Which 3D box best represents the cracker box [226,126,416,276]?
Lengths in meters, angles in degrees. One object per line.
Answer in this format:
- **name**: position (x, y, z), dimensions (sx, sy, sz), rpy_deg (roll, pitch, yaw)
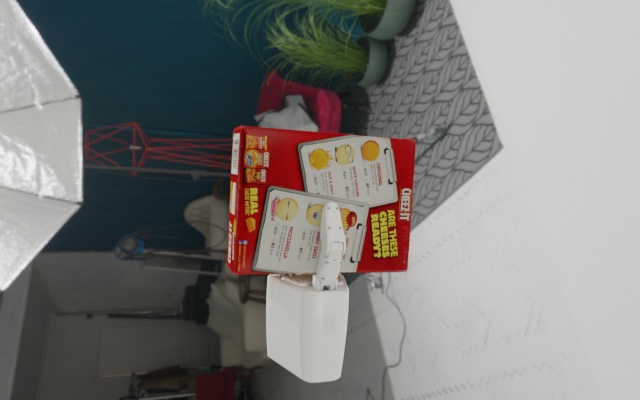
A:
- **cracker box**: position (0.000, 0.002, 0.572), dimensions (0.214, 0.164, 0.072), rpy_deg (2, 5, -20)
